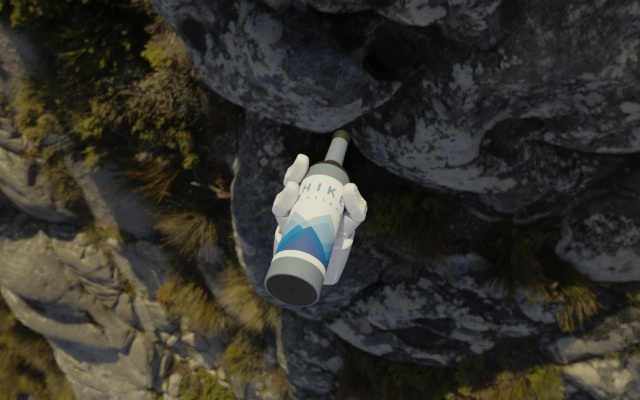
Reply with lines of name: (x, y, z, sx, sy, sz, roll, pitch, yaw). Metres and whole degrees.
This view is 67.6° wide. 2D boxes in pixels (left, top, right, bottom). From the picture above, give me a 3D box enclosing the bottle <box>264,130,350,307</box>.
bottle: (0.000, 0.002, 0.652, 0.069, 0.069, 0.295, 0, 44, 19)
